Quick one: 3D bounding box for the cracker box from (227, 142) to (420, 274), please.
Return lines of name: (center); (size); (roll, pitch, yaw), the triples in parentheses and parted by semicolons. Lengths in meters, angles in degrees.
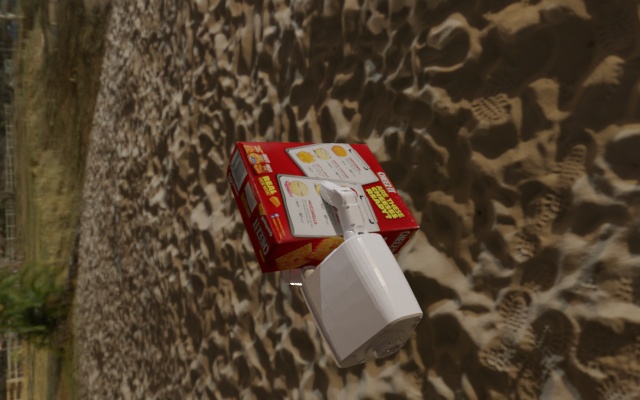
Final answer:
cracker box: (0.000, 0.002, 0.638); (0.213, 0.164, 0.072); (-3, -39, -33)
